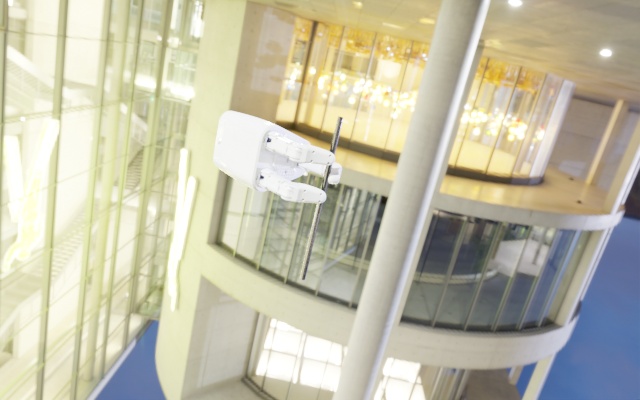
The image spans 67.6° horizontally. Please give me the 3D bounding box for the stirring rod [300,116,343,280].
[{"bbox_3d":[0.000,0.002,0.664,0.011,0.239,0.011,12,16,-4],"label":"stirring rod"}]
